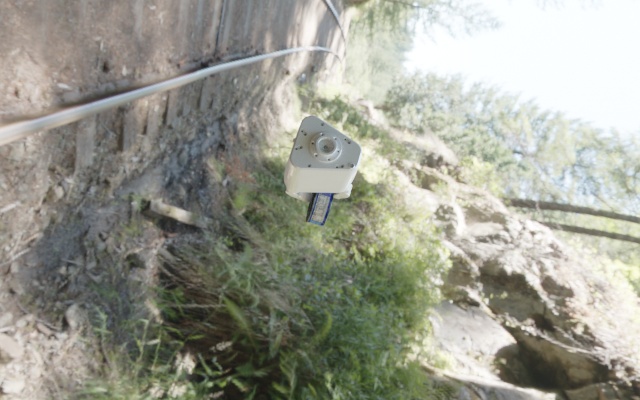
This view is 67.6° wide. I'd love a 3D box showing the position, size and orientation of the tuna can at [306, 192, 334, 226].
[{"bbox_3d":[0.001,0.003,0.889,0.034,0.086,0.086,15,-2,-6],"label":"tuna can"}]
